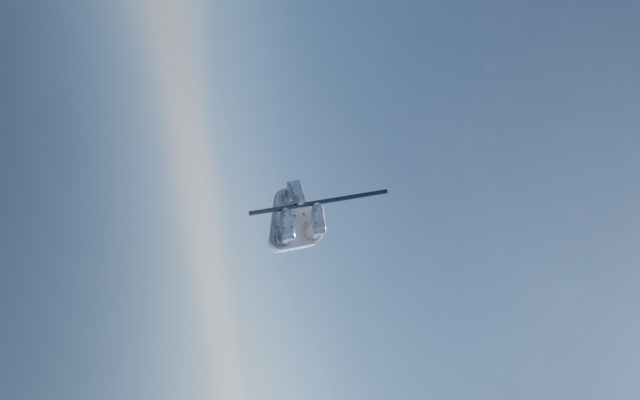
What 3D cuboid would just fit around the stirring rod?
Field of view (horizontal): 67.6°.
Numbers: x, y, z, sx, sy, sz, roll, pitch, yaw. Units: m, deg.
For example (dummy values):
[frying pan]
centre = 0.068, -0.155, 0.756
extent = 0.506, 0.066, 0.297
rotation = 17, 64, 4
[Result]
[stirring rod]
centre = 0.000, 0.003, 0.801
extent = 0.239, 0.011, 0.011
rotation = -9, 2, -14
